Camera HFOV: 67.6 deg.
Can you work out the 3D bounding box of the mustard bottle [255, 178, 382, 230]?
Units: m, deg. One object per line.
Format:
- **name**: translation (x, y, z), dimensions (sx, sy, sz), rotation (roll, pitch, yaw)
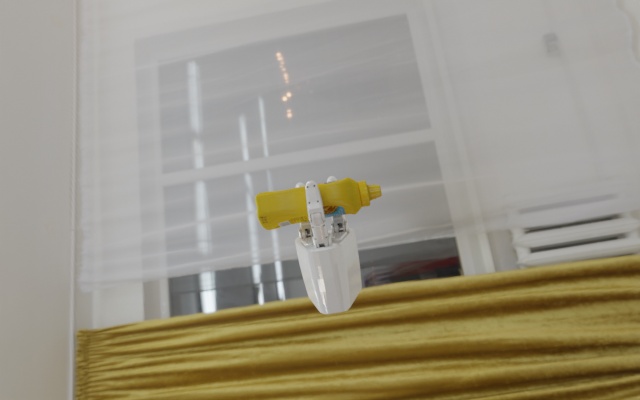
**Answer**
- **mustard bottle**: translation (0.000, 0.002, 0.749), dimensions (0.191, 0.058, 0.096), rotation (-10, -15, 4)
